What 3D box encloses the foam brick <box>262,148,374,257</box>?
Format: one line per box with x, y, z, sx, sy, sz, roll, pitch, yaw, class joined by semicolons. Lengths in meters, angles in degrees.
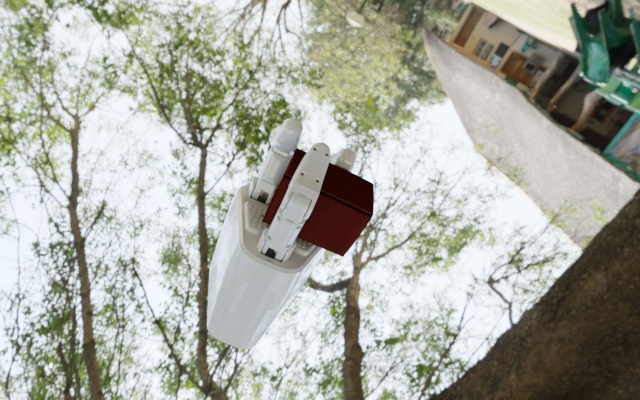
0.000;0.001;0.406;0.078;0.051;0.053;24;31;-6;foam brick
